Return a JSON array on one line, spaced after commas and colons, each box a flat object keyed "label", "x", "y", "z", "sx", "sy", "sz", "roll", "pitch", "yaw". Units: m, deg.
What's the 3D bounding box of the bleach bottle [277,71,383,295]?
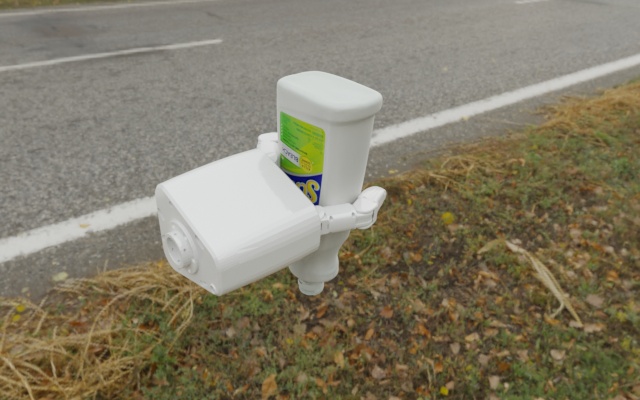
[{"label": "bleach bottle", "x": 0.000, "y": 0.002, "z": 0.501, "sx": 0.068, "sy": 0.251, "sz": 0.102, "roll": -24, "pitch": 41, "yaw": -36}]
